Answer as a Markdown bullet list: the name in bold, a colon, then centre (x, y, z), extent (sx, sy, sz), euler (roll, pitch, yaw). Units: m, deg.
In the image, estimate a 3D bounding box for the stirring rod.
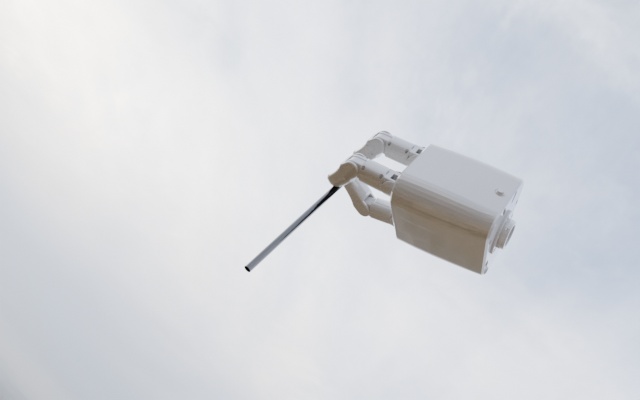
- **stirring rod**: centre (0.000, 0.002, 0.540), extent (0.011, 0.011, 0.239), euler (0, 33, 46)
